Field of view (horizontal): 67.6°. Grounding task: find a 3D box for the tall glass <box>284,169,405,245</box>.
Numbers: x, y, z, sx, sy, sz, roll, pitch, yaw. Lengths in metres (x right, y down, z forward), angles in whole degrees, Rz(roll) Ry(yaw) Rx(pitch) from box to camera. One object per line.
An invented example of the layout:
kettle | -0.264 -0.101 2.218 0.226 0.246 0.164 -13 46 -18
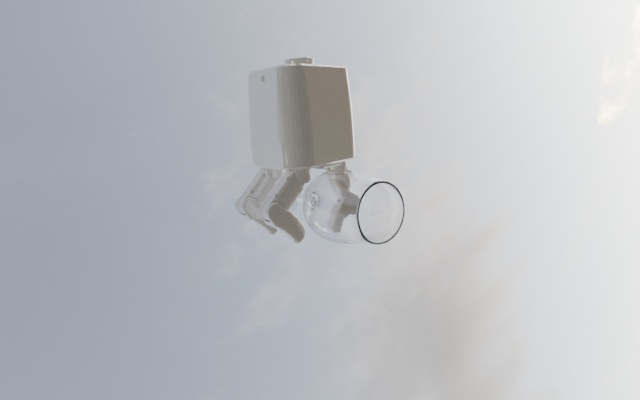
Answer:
tall glass | 0.000 0.002 0.534 0.079 0.079 0.201 0 6 -36
